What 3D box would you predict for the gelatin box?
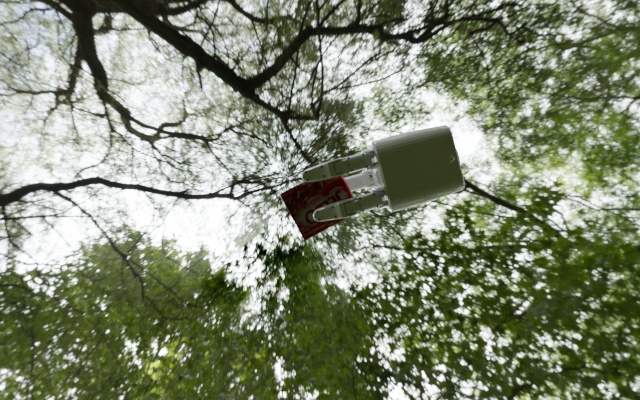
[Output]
[{"bbox_3d":[0.000,0.002,0.660,0.089,0.073,0.030,-28,3,6],"label":"gelatin box"}]
